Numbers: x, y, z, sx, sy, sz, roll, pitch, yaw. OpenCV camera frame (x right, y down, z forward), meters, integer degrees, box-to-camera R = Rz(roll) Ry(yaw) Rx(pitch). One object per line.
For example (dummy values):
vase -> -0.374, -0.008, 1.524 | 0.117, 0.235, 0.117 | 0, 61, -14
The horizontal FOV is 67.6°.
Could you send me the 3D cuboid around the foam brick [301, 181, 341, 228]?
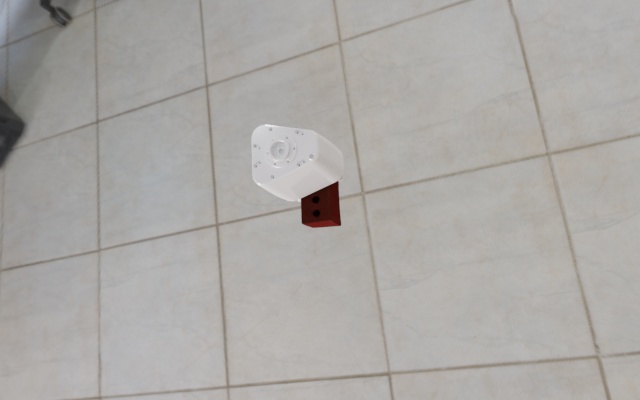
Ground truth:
foam brick -> 0.000, 0.003, 0.777 | 0.053, 0.078, 0.051 | -8, -13, 18
